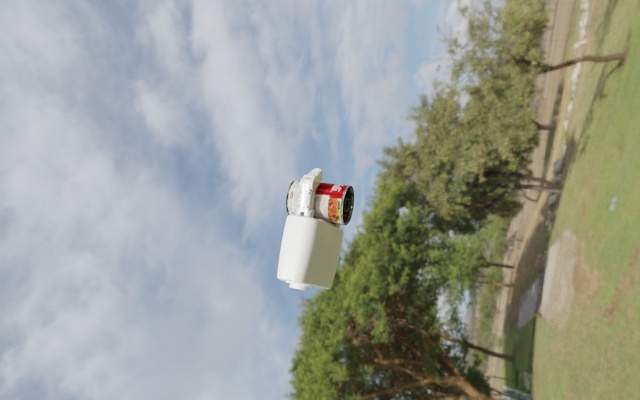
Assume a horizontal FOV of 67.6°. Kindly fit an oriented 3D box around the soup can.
[{"bbox_3d":[0.000,0.002,0.820,0.102,0.068,0.068,7,2,20],"label":"soup can"}]
